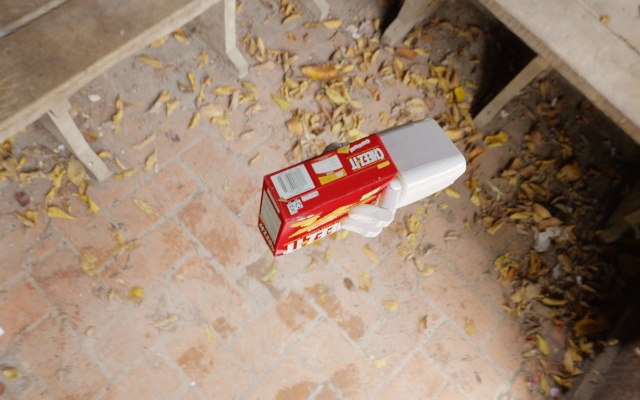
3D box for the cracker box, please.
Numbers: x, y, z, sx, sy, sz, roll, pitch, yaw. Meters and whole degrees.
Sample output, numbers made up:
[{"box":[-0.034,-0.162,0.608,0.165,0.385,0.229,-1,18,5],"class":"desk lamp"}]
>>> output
[{"box":[0.000,0.002,0.687,0.164,0.072,0.214,-23,-14,-16],"class":"cracker box"}]
